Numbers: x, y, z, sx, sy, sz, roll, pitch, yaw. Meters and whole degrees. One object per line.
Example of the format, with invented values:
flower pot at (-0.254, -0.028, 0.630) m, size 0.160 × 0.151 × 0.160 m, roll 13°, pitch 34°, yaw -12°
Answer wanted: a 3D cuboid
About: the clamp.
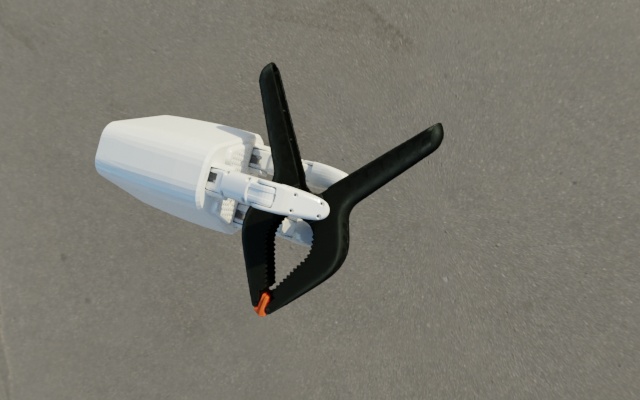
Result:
clamp at (-0.001, 0.002, 0.400) m, size 0.164 × 0.210 × 0.036 m, roll 16°, pitch 2°, yaw 15°
